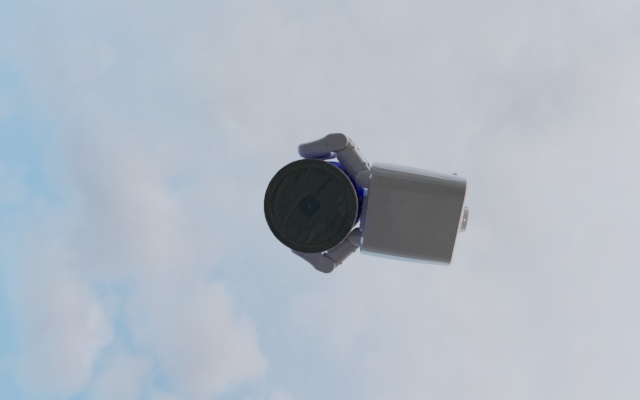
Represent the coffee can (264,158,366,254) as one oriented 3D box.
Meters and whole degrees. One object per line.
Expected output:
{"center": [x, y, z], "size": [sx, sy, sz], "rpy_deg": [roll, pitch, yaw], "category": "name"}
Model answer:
{"center": [0.000, 0.002, 0.577], "size": [0.103, 0.103, 0.140], "rpy_deg": [0, 4, 10], "category": "coffee can"}
